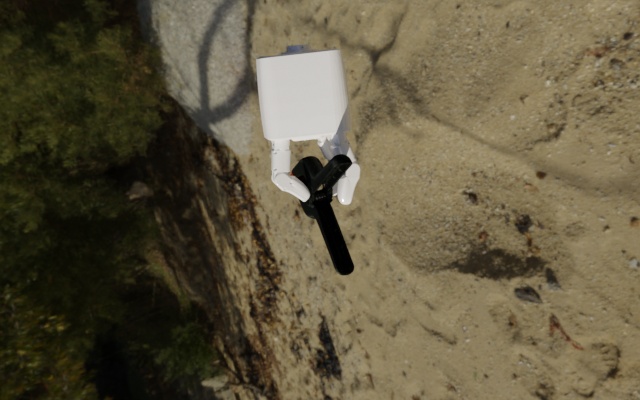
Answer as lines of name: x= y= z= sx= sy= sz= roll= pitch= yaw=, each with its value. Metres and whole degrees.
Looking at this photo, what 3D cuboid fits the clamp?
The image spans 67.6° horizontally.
clamp: x=-0.001 y=0.002 z=0.681 sx=0.036 sy=0.164 sz=0.210 roll=-9 pitch=17 yaw=-18
